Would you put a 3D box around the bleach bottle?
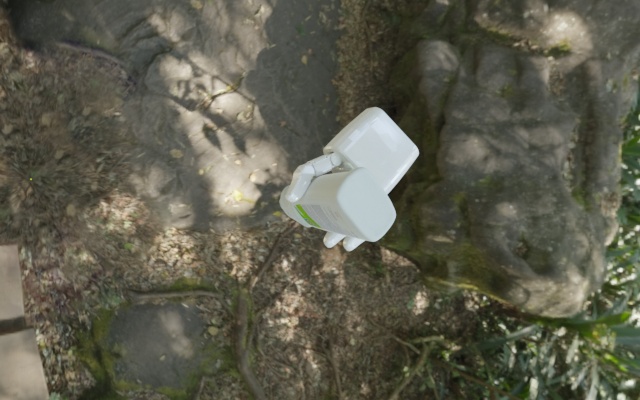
[{"bbox_3d":[0.000,0.002,0.728,0.068,0.103,0.251,-47,24,-20],"label":"bleach bottle"}]
